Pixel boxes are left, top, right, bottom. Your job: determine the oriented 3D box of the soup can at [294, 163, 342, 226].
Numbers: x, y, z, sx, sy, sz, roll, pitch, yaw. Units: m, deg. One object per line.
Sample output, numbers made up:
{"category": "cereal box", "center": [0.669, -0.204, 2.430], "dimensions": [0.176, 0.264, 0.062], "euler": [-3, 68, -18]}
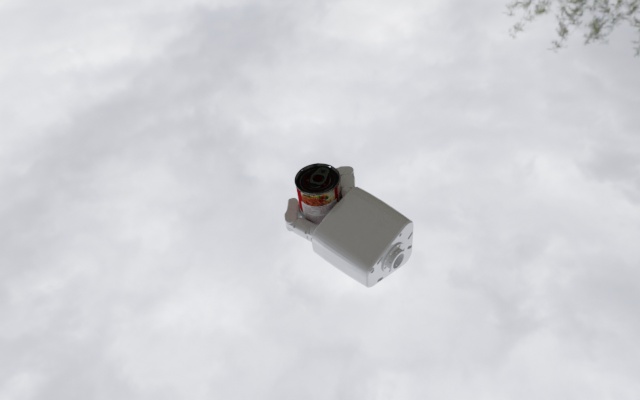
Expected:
{"category": "soup can", "center": [0.000, 0.002, 0.735], "dimensions": [0.068, 0.068, 0.102], "euler": [-4, -45, 4]}
